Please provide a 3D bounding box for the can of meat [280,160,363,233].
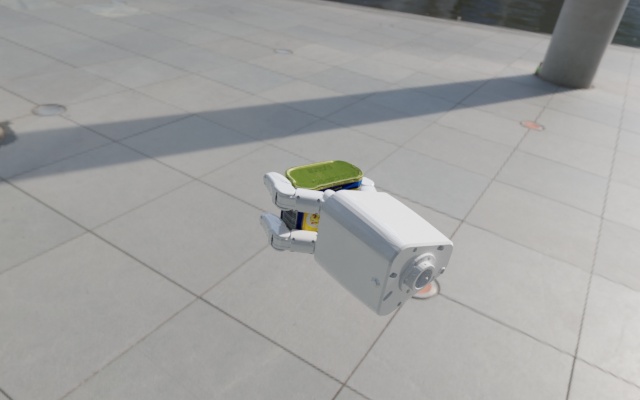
[{"bbox_3d":[0.000,0.002,0.585,0.102,0.084,0.057,-14,38,-32],"label":"can of meat"}]
